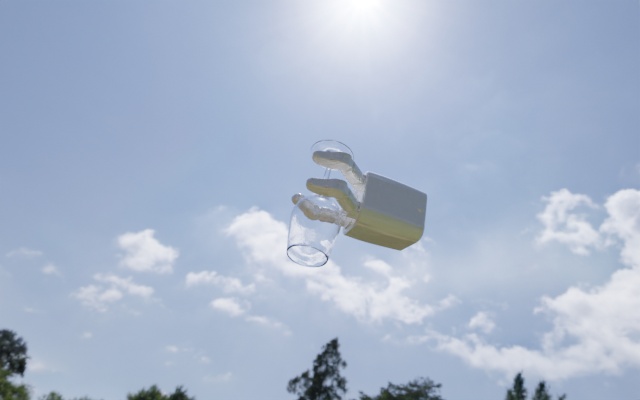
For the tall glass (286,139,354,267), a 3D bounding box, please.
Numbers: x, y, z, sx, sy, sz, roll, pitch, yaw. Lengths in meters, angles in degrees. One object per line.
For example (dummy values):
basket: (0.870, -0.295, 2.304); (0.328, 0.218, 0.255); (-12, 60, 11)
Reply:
tall glass: (0.000, 0.002, 0.743); (0.079, 0.201, 0.079); (9, -36, 7)
